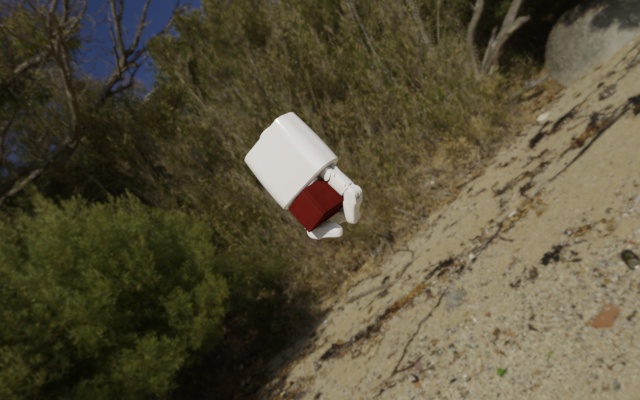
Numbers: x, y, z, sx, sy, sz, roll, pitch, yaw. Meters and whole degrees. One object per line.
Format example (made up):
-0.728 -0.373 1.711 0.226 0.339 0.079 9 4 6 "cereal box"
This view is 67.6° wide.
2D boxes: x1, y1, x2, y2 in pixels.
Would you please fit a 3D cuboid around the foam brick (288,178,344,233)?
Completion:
0.000 0.003 0.727 0.078 0.051 0.053 -34 -11 -46 "foam brick"
